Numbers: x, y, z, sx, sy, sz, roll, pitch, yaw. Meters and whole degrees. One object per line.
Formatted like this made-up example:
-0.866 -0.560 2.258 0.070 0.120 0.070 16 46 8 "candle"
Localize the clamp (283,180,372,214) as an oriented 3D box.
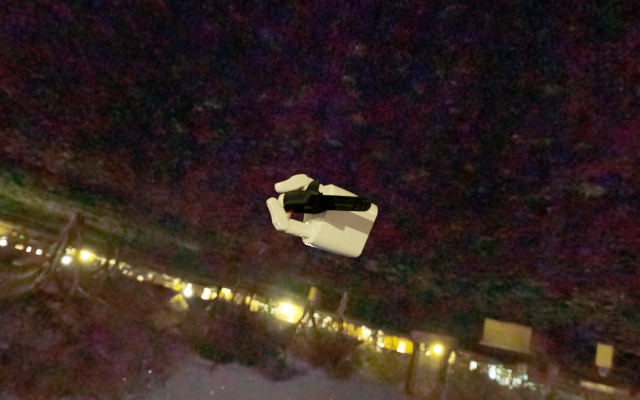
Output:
0.000 0.003 0.800 0.120 0.039 0.171 22 -16 -25 "clamp"
